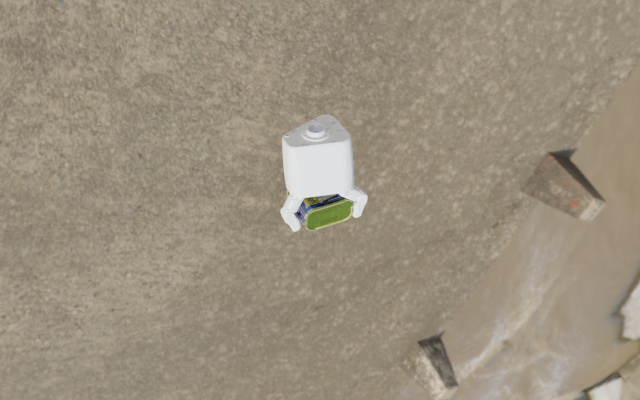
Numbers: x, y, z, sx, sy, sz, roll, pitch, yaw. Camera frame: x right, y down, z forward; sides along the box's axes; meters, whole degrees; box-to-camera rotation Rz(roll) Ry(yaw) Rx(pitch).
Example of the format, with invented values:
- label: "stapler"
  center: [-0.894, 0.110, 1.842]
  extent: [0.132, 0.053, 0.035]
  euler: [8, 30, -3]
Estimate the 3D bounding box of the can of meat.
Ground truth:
- label: "can of meat"
  center: [0.000, 0.003, 0.886]
  extent: [0.102, 0.057, 0.084]
  euler: [-17, 44, -18]
